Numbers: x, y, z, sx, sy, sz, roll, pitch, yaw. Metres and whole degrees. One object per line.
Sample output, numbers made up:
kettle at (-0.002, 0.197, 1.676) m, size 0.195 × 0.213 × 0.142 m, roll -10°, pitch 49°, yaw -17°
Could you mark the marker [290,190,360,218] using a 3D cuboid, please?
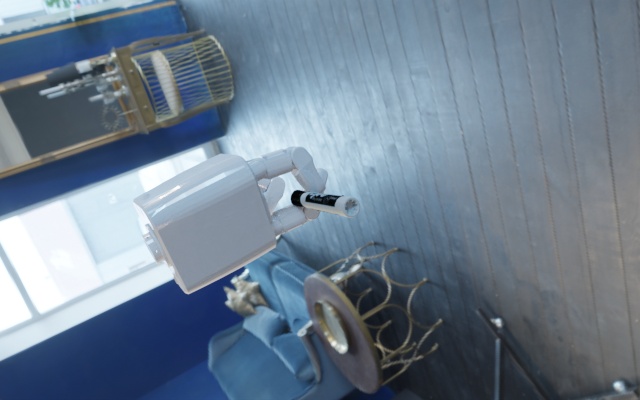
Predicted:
marker at (0.000, 0.002, 0.482) m, size 0.020 × 0.020 × 0.121 m, roll 0°, pitch 5°, yaw -28°
